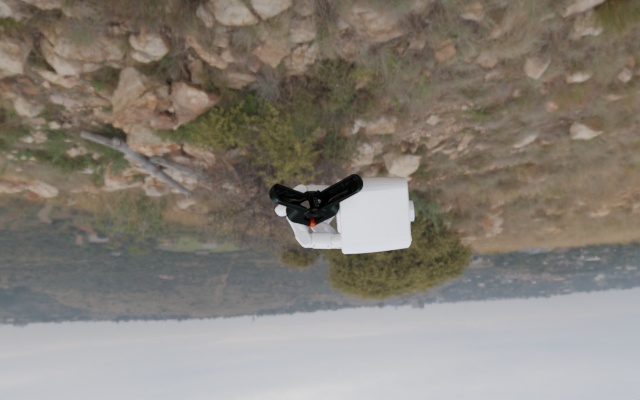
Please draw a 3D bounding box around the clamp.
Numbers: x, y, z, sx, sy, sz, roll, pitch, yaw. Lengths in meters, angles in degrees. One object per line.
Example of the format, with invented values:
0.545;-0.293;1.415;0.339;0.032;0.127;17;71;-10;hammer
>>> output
0.000;0.003;0.671;0.120;0.039;0.171;-4;-13;3;clamp
